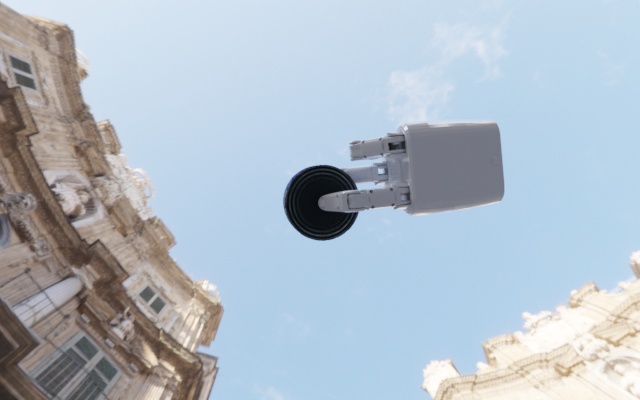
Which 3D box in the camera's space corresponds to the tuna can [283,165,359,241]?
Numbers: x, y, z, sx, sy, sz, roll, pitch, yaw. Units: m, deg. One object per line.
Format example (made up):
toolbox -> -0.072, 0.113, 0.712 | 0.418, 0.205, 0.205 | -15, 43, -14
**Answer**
tuna can -> 0.000, 0.002, 0.550 | 0.086, 0.086, 0.034 | 0, 4, -11
